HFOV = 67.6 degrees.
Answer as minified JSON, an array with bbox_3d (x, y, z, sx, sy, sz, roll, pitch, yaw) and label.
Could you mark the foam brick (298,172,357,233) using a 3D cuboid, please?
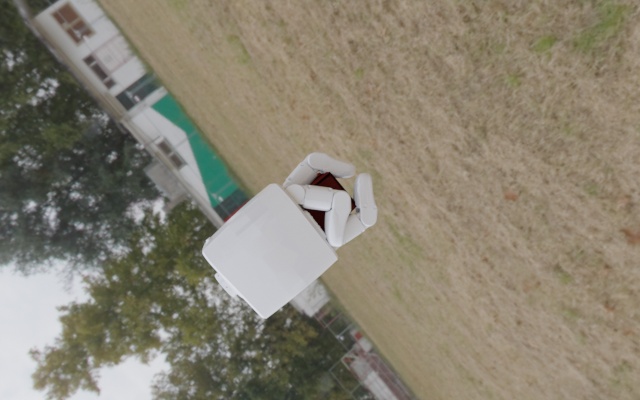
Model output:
[{"bbox_3d":[0.000,0.002,0.569,0.051,0.053,0.078,-41,8,-8],"label":"foam brick"}]
